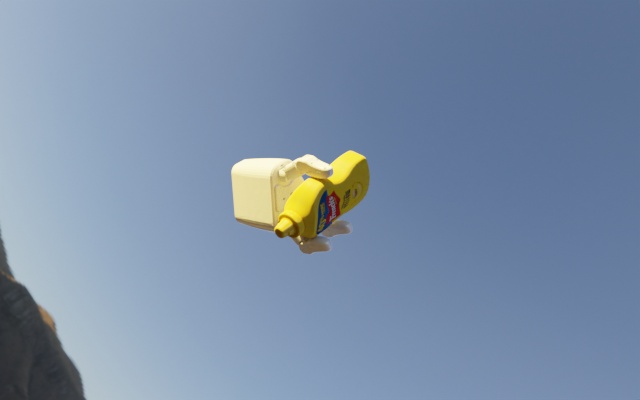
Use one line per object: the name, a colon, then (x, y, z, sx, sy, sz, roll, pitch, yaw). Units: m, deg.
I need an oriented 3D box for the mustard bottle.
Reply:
mustard bottle: (0.001, 0.002, 0.727, 0.058, 0.096, 0.191, 29, 44, 27)
